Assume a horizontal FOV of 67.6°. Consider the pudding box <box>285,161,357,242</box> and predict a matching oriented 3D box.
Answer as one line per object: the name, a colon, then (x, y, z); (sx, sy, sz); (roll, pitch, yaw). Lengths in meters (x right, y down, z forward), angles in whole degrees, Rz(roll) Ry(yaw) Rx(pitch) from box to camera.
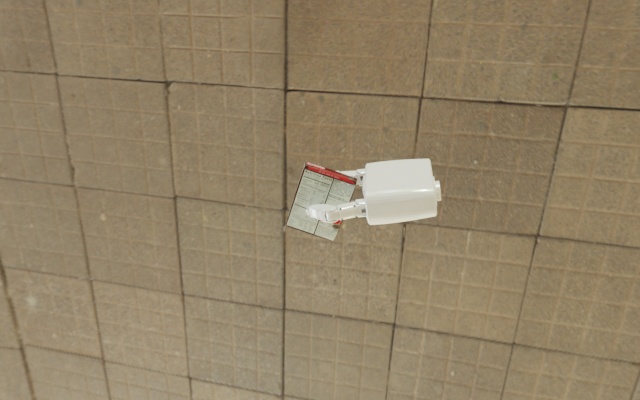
pudding box: (0.000, 0.003, 0.784); (0.090, 0.113, 0.039); (19, 21, -2)
